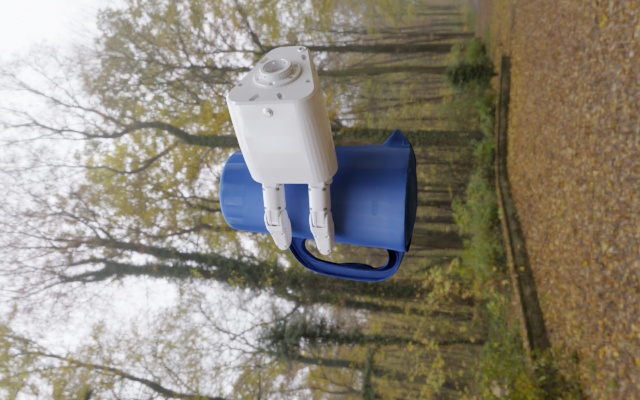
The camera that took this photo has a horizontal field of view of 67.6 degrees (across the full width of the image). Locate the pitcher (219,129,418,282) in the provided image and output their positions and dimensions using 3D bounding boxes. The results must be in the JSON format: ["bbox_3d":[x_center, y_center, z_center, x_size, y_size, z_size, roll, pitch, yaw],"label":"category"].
[{"bbox_3d":[0.000,0.002,0.611,0.243,0.149,0.145,2,-43,16],"label":"pitcher"}]
